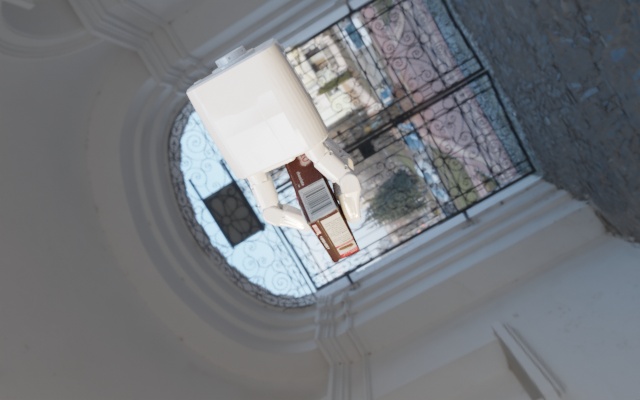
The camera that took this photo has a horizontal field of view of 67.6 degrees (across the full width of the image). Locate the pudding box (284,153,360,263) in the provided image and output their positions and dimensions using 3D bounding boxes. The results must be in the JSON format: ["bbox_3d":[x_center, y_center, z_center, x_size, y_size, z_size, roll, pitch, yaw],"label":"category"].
[{"bbox_3d":[0.000,0.002,0.547,0.039,0.113,0.090,-25,-40,5],"label":"pudding box"}]
